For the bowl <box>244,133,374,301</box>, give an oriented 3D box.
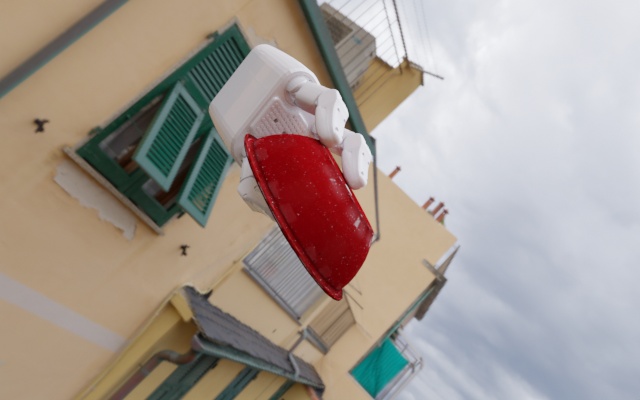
[{"bbox_3d":[0.001,0.002,0.408,0.055,0.162,0.162,-29,-3,6],"label":"bowl"}]
